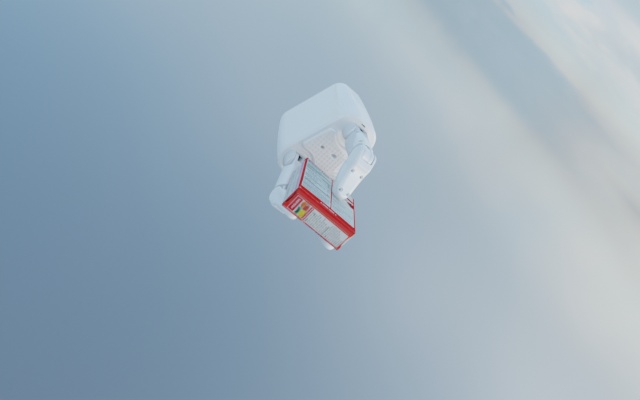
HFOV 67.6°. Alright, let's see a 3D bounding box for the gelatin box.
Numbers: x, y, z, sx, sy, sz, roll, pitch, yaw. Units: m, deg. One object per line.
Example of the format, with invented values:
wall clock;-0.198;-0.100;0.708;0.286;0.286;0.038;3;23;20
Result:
gelatin box;0.000;0.001;0.495;0.073;0.030;0.089;40;19;-14
